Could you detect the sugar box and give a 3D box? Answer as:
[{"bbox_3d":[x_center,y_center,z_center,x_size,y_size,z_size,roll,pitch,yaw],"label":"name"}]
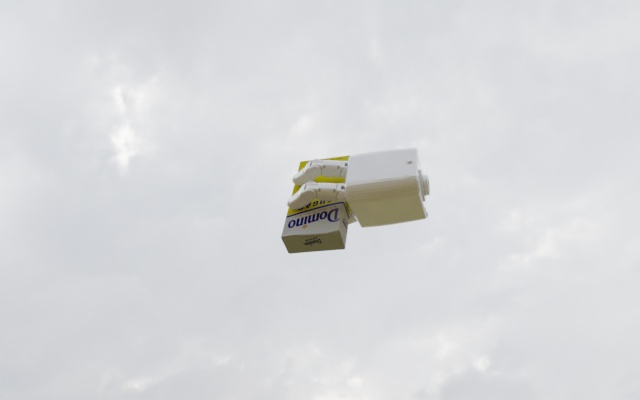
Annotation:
[{"bbox_3d":[0.000,0.002,0.763,0.093,0.048,0.176,-7,40,16],"label":"sugar box"}]
